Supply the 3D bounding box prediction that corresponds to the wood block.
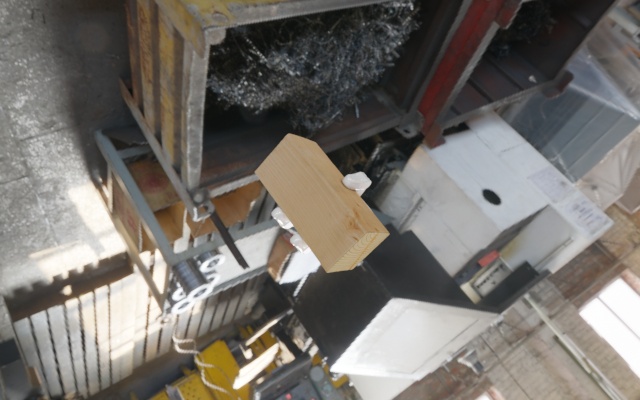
[{"bbox_3d":[0.001,0.002,0.754,0.091,0.206,0.090,-46,-24,19],"label":"wood block"}]
